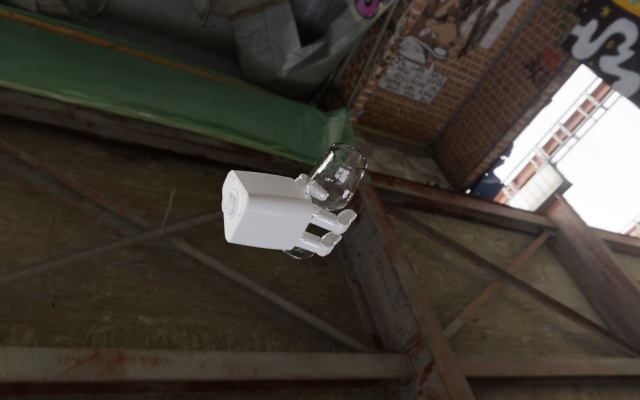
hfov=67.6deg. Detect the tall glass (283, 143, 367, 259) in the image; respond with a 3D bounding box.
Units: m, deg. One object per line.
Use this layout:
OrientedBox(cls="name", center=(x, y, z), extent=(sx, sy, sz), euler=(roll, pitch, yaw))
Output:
OrientedBox(cls="tall glass", center=(0.000, 0.003, 0.773), extent=(0.079, 0.201, 0.079), euler=(21, 35, -16))
